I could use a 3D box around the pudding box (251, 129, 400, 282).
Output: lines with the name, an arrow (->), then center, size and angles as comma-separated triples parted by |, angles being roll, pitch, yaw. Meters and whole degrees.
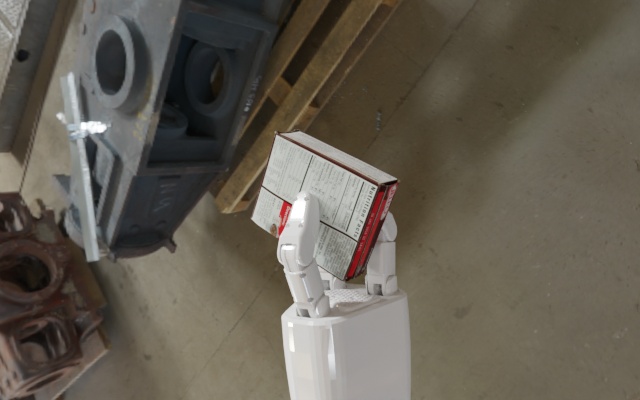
pudding box -> 0.000, 0.001, 0.405 | 0.113, 0.090, 0.039 | 29, 22, 26
